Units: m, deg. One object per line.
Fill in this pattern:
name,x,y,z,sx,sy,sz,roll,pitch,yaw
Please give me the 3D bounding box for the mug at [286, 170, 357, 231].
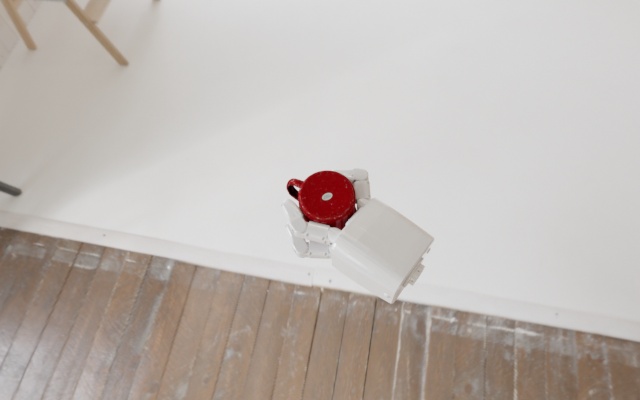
mug,-0.001,0.001,0.703,0.117,0.093,0.081,32,-20,16
